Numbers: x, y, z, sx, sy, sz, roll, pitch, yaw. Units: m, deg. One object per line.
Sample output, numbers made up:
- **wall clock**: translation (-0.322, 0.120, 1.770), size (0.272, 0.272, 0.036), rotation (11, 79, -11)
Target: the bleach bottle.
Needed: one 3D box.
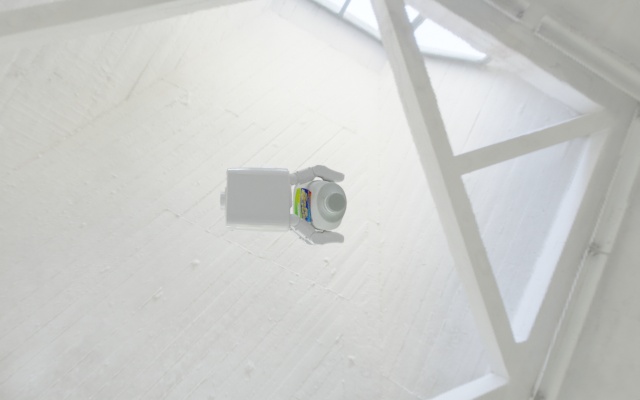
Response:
- **bleach bottle**: translation (0.000, 0.003, 0.843), size (0.068, 0.102, 0.251), rotation (3, -4, -11)
